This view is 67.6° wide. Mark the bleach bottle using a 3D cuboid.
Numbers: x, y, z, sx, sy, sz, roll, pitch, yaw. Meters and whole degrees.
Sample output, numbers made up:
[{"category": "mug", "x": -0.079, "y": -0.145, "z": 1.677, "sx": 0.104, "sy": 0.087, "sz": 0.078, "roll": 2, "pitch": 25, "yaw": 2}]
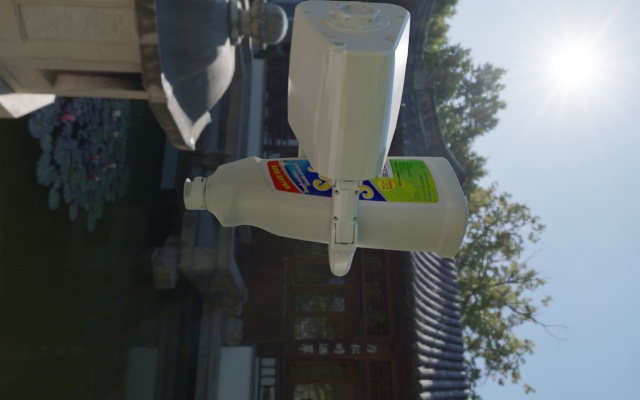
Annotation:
[{"category": "bleach bottle", "x": 0.000, "y": 0.001, "z": 0.450, "sx": 0.251, "sy": 0.068, "sz": 0.102, "roll": 1, "pitch": 41, "yaw": -4}]
